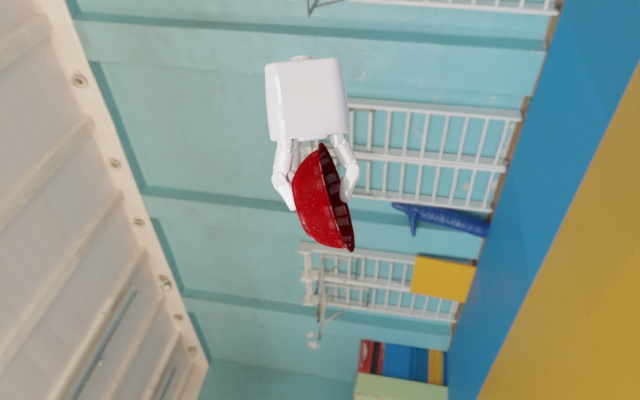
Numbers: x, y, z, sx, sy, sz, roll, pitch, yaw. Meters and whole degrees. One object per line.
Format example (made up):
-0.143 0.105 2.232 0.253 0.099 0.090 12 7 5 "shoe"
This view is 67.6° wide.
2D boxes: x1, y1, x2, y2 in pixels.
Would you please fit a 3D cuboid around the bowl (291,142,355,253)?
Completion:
0.000 0.004 0.679 0.055 0.162 0.162 -17 -3 10 "bowl"
